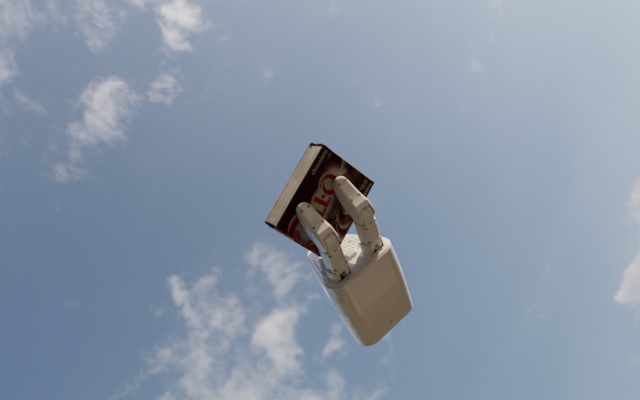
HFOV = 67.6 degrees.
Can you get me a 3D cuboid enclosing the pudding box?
[{"bbox_3d":[0.000,0.002,0.568,0.090,0.113,0.039,33,-10,-33],"label":"pudding box"}]
